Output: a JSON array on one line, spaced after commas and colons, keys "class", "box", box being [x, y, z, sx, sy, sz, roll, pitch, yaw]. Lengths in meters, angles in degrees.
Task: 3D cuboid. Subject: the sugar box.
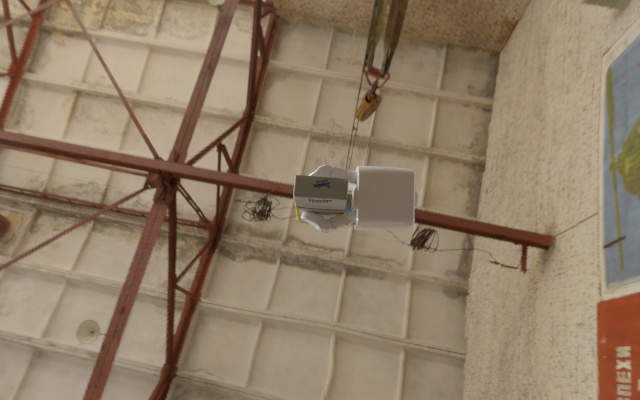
[{"class": "sugar box", "box": [0.000, 0.002, 0.885, 0.093, 0.048, 0.176, 4, -19, 0]}]
